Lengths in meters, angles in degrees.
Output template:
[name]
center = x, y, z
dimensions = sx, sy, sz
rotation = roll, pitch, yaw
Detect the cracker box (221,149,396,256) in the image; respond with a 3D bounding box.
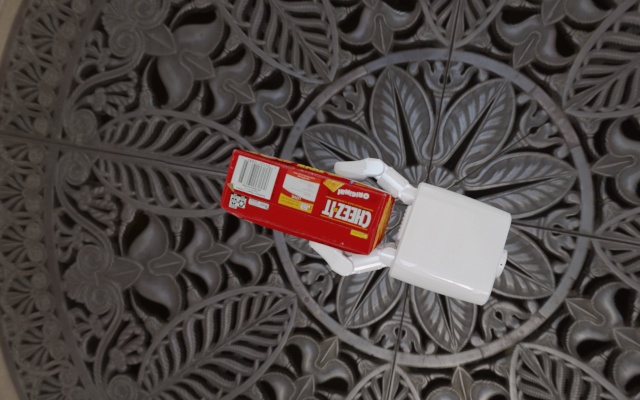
[cracker box]
center = 0.000, 0.002, 0.570
dimensions = 0.164, 0.072, 0.213
rotation = 17, 3, 11
